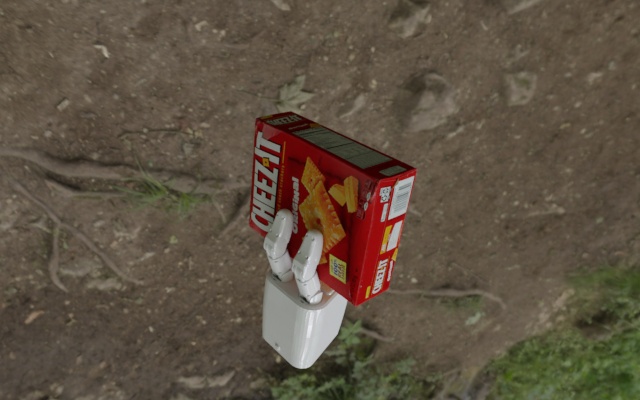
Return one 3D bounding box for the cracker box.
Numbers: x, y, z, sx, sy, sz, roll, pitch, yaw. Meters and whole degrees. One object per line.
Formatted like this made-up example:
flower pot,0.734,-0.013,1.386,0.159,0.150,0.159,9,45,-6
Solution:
cracker box,0.000,0.002,0.591,0.072,0.164,0.213,-18,37,-41
